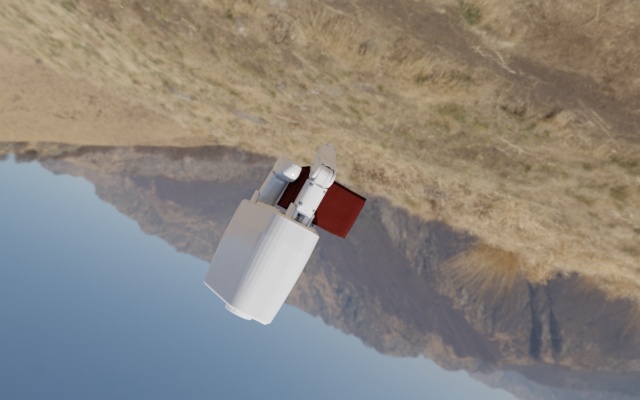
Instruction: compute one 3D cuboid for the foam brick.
[{"bbox_3d":[0.000,0.002,0.538,0.078,0.051,0.053,29,-6,-16],"label":"foam brick"}]
